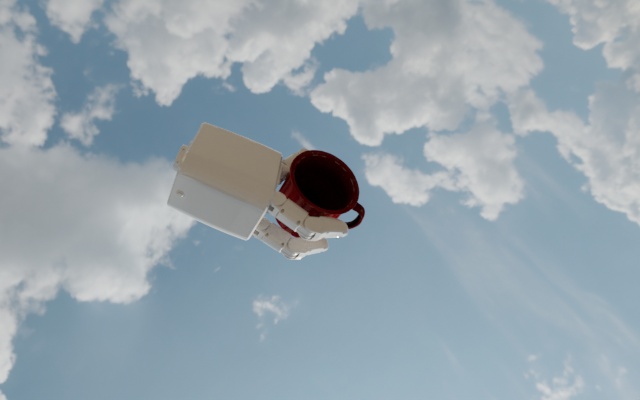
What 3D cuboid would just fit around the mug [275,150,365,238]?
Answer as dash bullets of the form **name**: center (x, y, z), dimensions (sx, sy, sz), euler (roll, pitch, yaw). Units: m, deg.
- **mug**: center (0.001, 0.003, 0.608), dimensions (0.117, 0.093, 0.081), euler (25, -40, -12)
